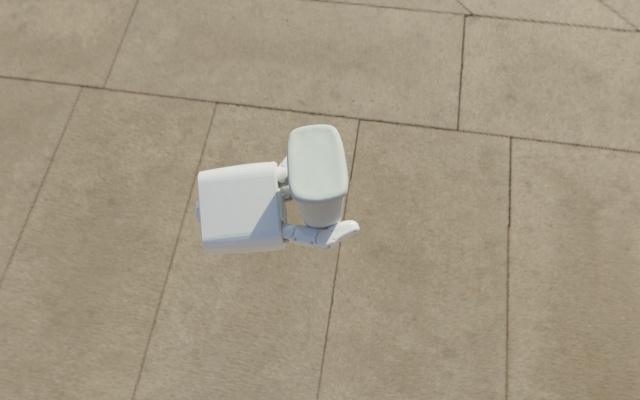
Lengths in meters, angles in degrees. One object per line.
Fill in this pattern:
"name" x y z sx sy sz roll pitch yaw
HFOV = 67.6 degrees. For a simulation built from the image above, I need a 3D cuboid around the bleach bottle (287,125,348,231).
"bleach bottle" 0.000 0.002 0.651 0.068 0.102 0.251 -6 -23 0
